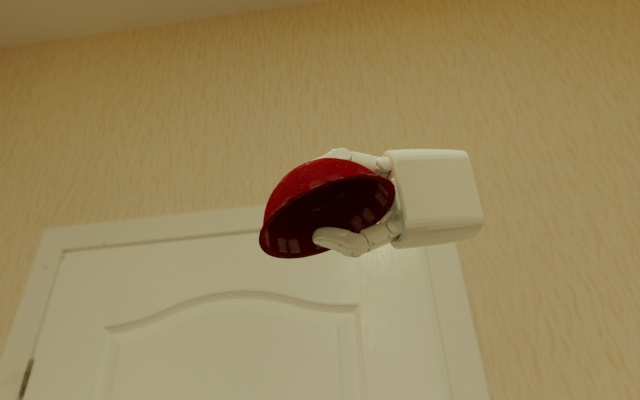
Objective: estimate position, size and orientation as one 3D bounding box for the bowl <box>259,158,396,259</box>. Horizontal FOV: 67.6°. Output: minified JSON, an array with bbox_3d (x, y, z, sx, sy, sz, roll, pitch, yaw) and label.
[{"bbox_3d":[-0.001,0.001,0.537,0.162,0.055,0.162,-19,-28,-11],"label":"bowl"}]
